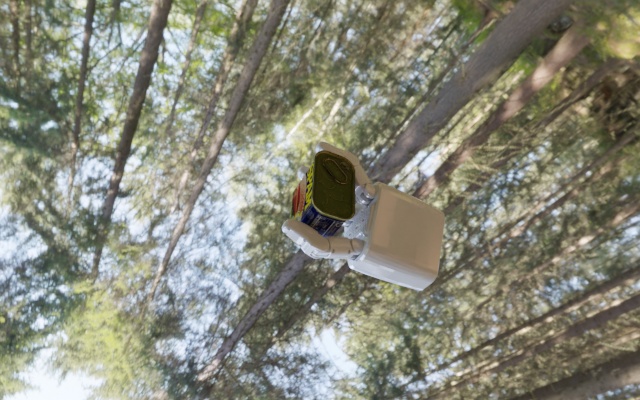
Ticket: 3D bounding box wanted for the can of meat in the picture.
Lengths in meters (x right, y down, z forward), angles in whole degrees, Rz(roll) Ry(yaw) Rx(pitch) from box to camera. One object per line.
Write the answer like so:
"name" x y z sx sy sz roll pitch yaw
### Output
"can of meat" 0.000 0.002 0.611 0.057 0.102 0.084 18 -41 -18
